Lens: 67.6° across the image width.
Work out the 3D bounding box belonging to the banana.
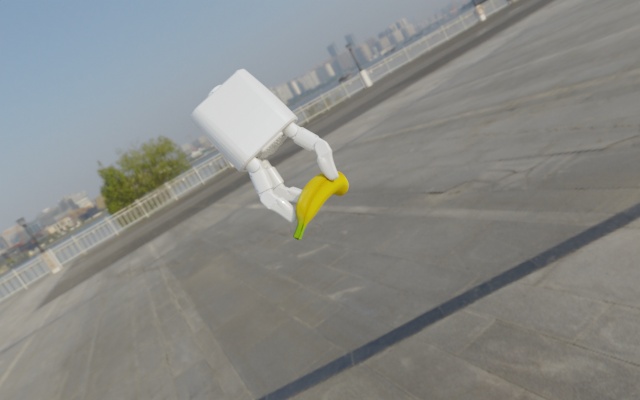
[{"bbox_3d":[0.005,-0.012,0.722,0.037,0.070,0.197,28,29,13],"label":"banana"}]
